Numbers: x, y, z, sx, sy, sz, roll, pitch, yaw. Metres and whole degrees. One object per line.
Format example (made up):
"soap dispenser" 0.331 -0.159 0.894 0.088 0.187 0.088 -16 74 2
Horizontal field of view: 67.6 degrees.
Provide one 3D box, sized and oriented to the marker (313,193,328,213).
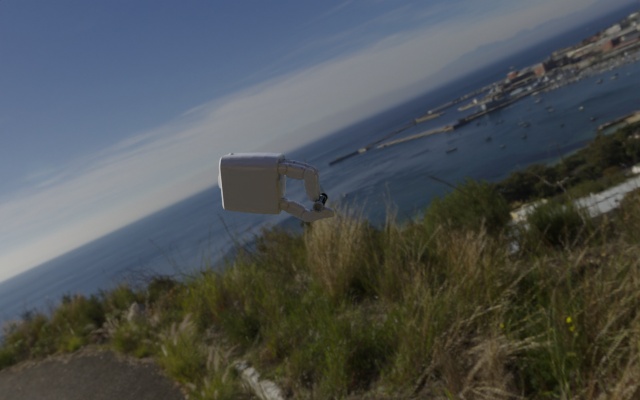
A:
"marker" 0.000 0.003 0.893 0.020 0.020 0.121 0 9 4
